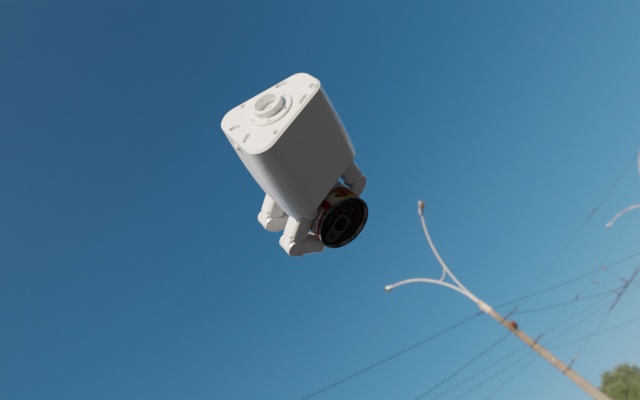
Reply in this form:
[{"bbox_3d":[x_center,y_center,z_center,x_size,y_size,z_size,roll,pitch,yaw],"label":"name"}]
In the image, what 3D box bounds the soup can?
[{"bbox_3d":[0.000,0.002,0.579,0.068,0.068,0.102,0,29,-39],"label":"soup can"}]
